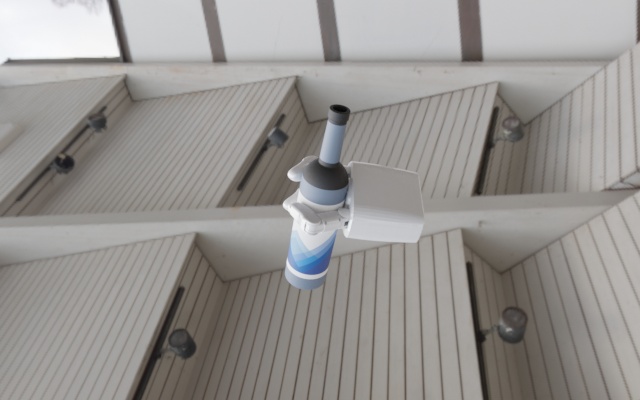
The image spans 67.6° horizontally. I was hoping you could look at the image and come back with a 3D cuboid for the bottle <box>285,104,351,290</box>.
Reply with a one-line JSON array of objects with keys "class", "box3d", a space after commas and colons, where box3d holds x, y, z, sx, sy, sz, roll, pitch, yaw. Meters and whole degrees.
[{"class": "bottle", "box3d": [0.000, 0.002, 0.687, 0.069, 0.296, 0.069, 8, 35, -6]}]
